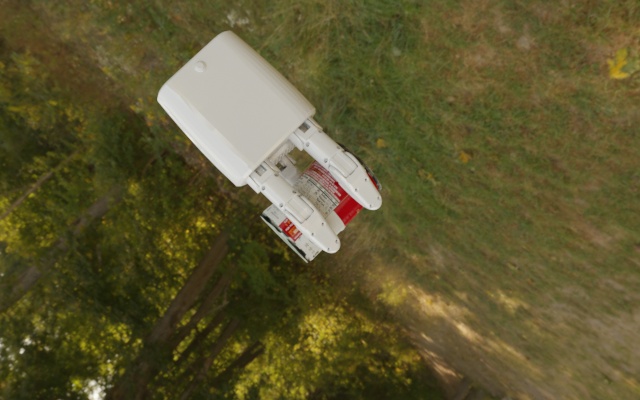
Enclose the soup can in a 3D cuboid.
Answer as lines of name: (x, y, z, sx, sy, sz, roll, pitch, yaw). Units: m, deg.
soup can: (0.000, 0.002, 0.465, 0.068, 0.102, 0.068, 44, -8, 7)
